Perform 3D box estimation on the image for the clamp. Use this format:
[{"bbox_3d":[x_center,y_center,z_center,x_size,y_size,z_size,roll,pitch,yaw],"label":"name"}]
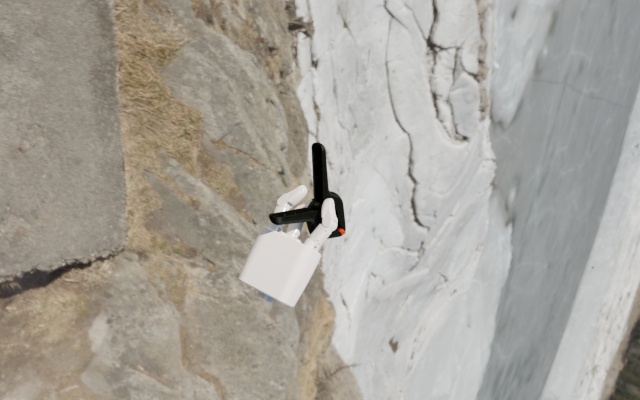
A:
[{"bbox_3d":[0.001,0.004,0.883,0.036,0.164,0.210,19,-13,36],"label":"clamp"}]
